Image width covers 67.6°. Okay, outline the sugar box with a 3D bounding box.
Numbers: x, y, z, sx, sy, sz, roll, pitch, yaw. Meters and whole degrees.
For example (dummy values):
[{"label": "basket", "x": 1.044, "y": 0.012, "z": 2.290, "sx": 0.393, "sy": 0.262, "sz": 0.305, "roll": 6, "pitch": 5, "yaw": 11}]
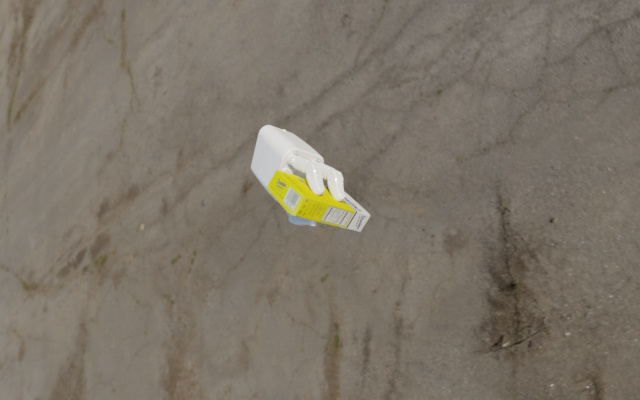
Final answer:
[{"label": "sugar box", "x": 0.000, "y": 0.002, "z": 0.846, "sx": 0.176, "sy": 0.048, "sz": 0.093, "roll": 12, "pitch": 24, "yaw": -45}]
